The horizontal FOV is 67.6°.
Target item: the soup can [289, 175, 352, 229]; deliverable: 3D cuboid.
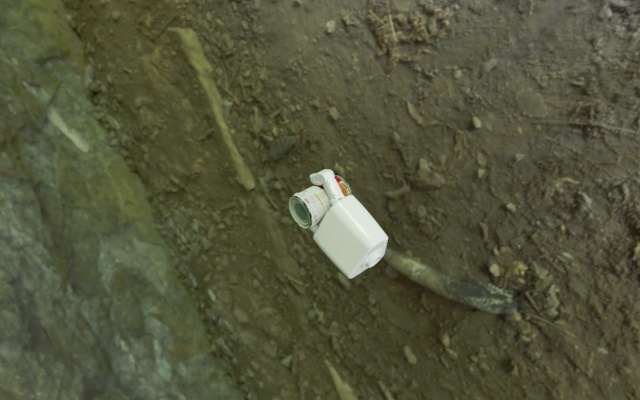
[{"bbox_3d":[0.000,0.003,0.897,0.102,0.068,0.068,-28,14,-30],"label":"soup can"}]
